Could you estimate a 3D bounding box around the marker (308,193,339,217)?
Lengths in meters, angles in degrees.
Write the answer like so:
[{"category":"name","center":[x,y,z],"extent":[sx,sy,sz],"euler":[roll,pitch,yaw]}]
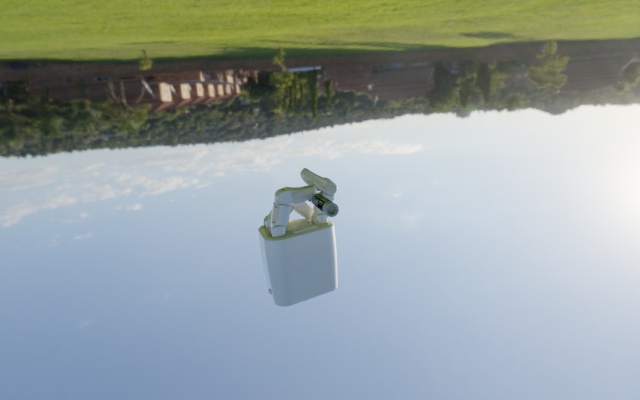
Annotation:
[{"category":"marker","center":[0.000,0.002,0.671],"extent":[0.020,0.020,0.121],"euler":[0,10,-15]}]
